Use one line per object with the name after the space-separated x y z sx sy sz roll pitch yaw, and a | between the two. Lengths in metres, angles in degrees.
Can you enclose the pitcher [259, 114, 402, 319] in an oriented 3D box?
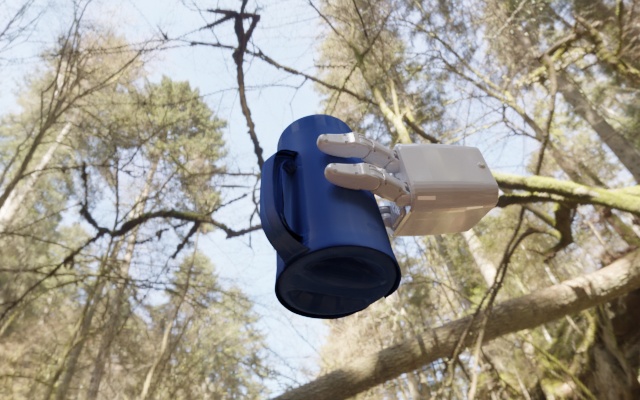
0.000 0.002 0.567 0.145 0.242 0.149 -2 -44 -7 | pitcher
